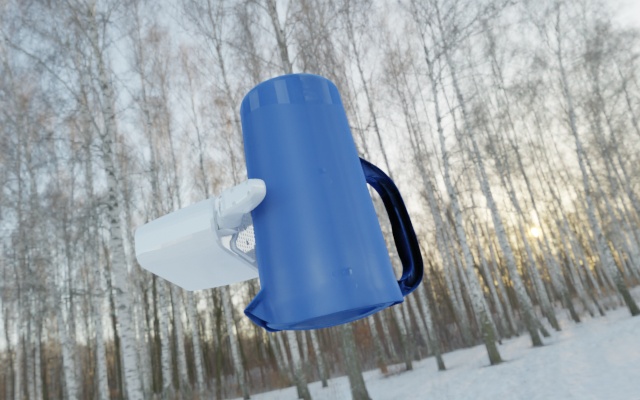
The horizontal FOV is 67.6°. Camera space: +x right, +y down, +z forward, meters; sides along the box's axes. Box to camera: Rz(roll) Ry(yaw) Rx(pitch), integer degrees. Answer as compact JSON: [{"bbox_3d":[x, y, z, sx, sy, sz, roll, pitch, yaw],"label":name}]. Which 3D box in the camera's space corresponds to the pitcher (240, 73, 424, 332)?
[{"bbox_3d":[0.000,0.002,0.482,0.145,0.242,0.149,-19,-18,22],"label":"pitcher"}]
